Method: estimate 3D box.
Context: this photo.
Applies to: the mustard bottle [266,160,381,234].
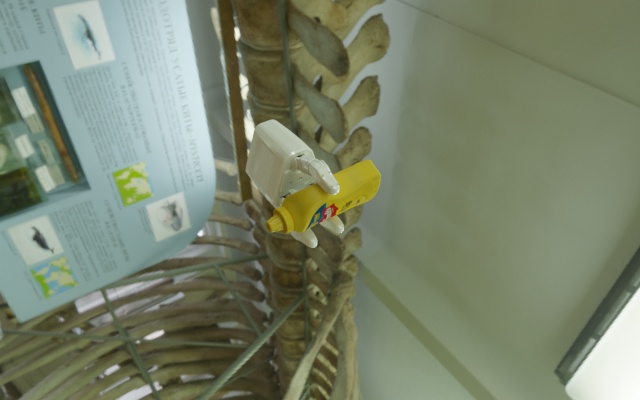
[{"bbox_3d":[0.001,0.003,0.748,0.191,0.058,0.096,-25,-17,-26],"label":"mustard bottle"}]
